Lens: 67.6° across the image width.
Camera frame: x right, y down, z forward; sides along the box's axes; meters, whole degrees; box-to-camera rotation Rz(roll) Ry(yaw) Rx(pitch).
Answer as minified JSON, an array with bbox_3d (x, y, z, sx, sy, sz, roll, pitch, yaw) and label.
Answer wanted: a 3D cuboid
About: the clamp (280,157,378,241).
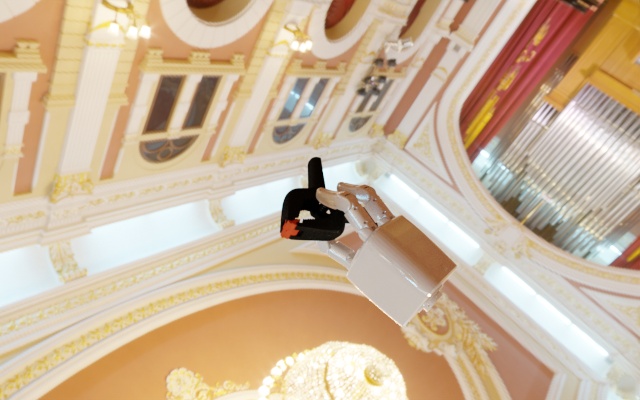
[{"bbox_3d":[0.000,0.003,0.692,0.164,0.036,0.210,41,32,19],"label":"clamp"}]
